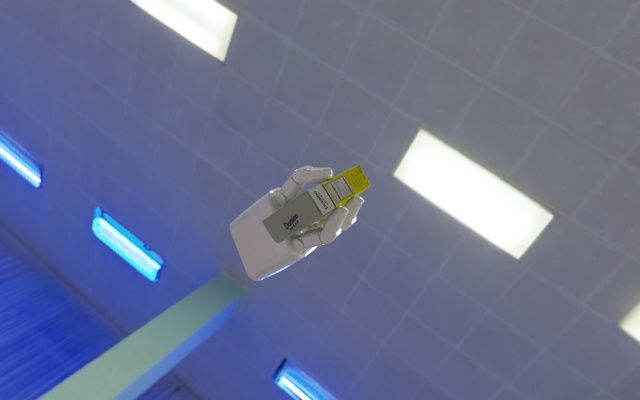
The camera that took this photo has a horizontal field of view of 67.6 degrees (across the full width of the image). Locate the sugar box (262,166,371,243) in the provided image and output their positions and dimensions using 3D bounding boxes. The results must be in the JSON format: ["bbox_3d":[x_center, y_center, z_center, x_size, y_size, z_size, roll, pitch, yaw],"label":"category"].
[{"bbox_3d":[0.000,0.003,0.710,0.093,0.048,0.176,-34,0,32],"label":"sugar box"}]
